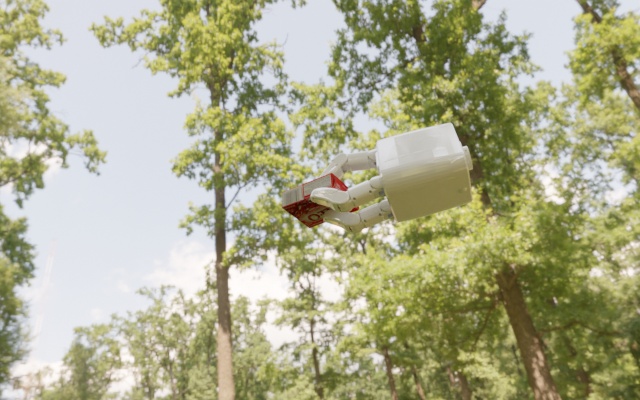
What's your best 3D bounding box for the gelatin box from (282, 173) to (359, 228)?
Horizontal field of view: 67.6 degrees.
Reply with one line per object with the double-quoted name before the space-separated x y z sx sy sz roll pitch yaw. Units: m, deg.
"gelatin box" 0.000 0.002 0.687 0.089 0.030 0.073 -20 -36 25
